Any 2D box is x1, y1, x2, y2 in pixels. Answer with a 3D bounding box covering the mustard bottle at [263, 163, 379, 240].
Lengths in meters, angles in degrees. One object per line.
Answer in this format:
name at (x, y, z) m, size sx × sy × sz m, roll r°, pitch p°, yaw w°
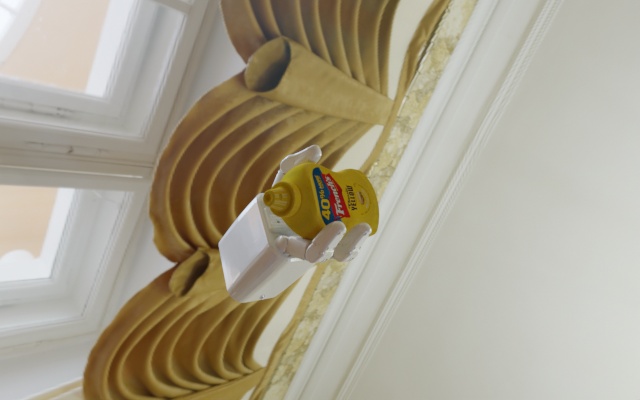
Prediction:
mustard bottle at (0.000, 0.002, 0.596) m, size 0.058 × 0.096 × 0.191 m, roll -19°, pitch -14°, yaw 35°
